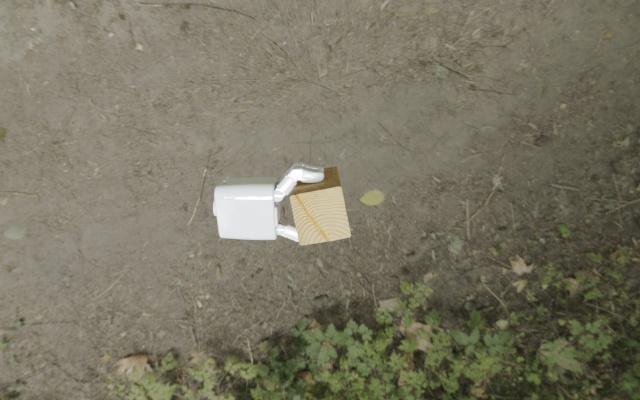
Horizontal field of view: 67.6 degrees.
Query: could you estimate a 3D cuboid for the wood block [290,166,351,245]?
[{"bbox_3d":[0.000,0.003,0.887,0.090,0.091,0.206,-10,13,3],"label":"wood block"}]
